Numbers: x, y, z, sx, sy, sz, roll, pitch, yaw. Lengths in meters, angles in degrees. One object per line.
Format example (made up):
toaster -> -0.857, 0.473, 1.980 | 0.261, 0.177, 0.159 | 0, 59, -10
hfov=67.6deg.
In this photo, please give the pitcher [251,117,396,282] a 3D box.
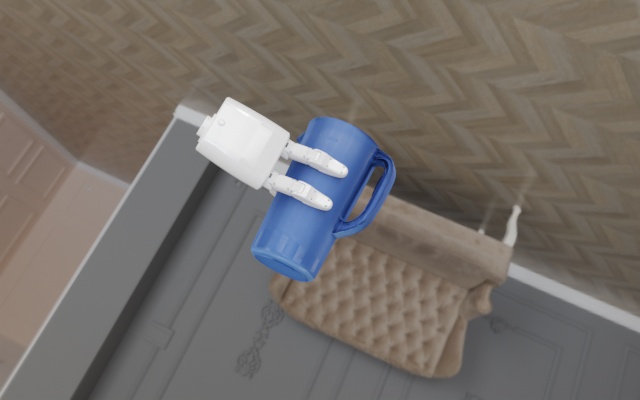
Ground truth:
pitcher -> 0.000, 0.002, 0.749 | 0.145, 0.242, 0.149 | 32, -19, -17
